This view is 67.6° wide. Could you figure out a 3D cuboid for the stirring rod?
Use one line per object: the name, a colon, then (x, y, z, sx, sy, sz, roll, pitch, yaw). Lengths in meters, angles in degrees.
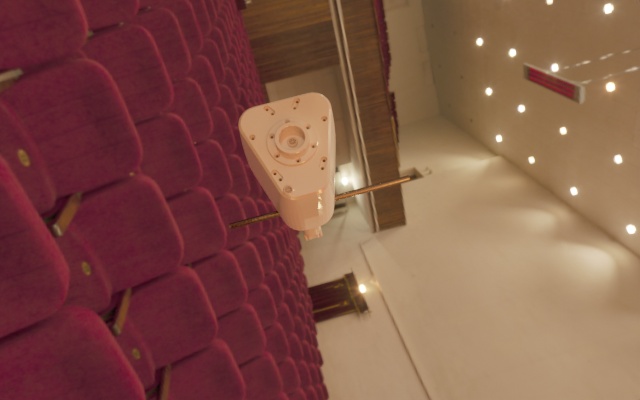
stirring rod: (0.000, 0.002, 0.618, 0.239, 0.011, 0.011, -15, 1, -4)
